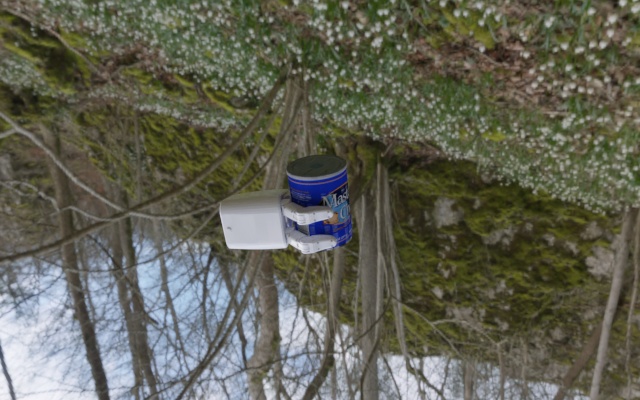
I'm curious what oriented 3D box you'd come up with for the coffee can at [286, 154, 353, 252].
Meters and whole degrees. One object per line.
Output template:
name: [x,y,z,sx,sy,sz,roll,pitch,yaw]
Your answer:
coffee can: [0.000,0.003,0.832,0.103,0.140,0.102,-5,25,3]
